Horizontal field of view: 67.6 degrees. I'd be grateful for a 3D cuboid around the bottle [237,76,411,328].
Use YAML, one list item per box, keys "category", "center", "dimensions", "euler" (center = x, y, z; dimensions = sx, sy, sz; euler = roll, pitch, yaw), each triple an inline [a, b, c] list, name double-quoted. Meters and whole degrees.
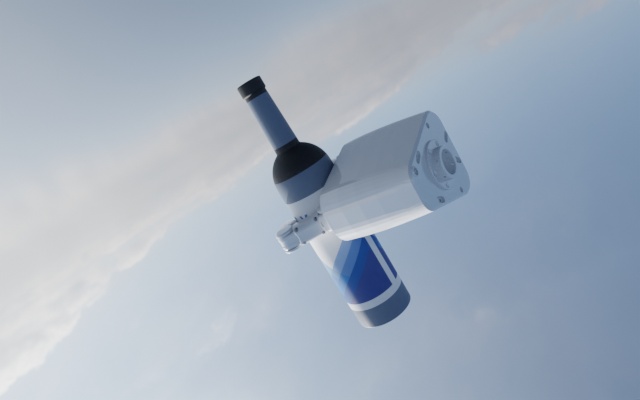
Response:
- category: "bottle"
  center: [0.000, 0.002, 0.520]
  dimensions: [0.069, 0.296, 0.069]
  euler: [-30, 12, 7]
